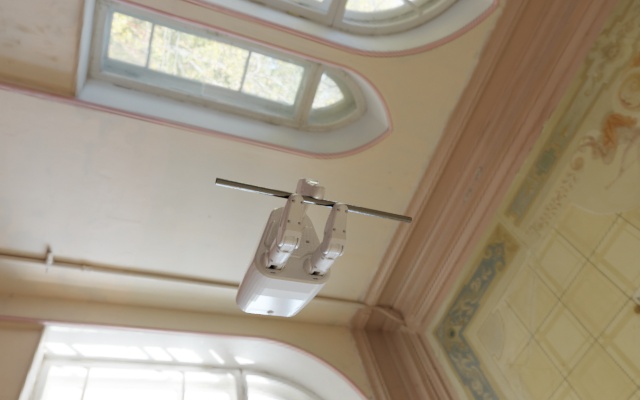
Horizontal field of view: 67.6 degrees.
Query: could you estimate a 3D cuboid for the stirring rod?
[{"bbox_3d":[0.000,0.002,0.547,0.239,0.011,0.011,11,-4,-20],"label":"stirring rod"}]
